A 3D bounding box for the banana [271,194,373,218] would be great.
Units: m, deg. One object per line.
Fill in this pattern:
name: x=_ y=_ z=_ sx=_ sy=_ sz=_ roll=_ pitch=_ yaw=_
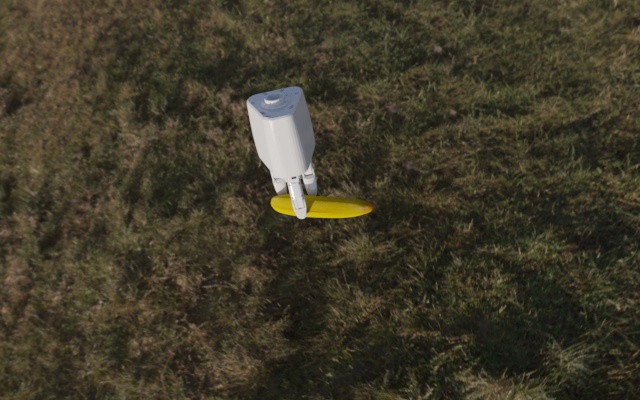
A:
banana: x=-0.009 y=0.007 z=0.857 sx=0.198 sy=0.037 sz=0.069 roll=5 pitch=16 yaw=16
